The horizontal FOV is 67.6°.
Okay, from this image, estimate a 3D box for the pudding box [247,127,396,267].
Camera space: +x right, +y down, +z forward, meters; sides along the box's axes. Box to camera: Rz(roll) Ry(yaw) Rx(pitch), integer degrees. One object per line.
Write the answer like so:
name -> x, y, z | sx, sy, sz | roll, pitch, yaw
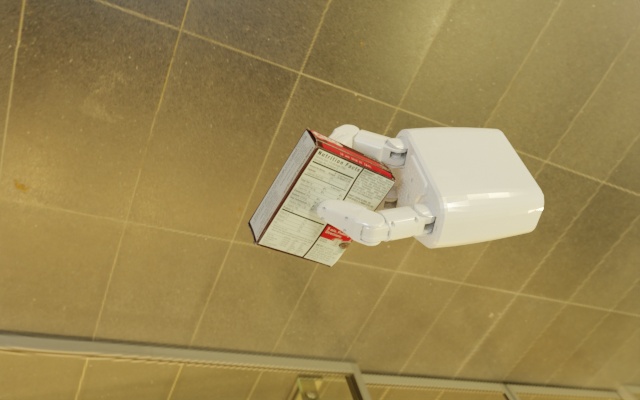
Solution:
pudding box -> 0.000, 0.002, 0.436 | 0.090, 0.113, 0.039 | 21, 23, -29
